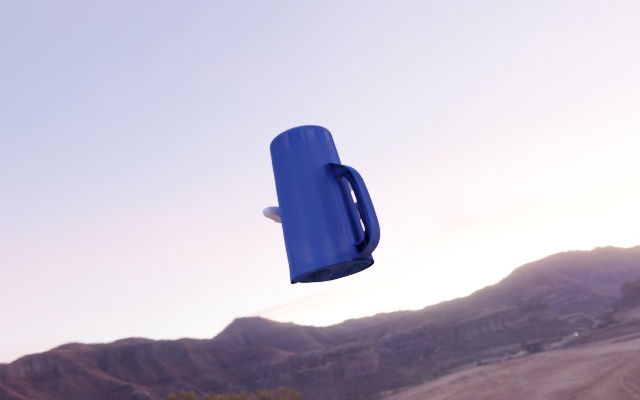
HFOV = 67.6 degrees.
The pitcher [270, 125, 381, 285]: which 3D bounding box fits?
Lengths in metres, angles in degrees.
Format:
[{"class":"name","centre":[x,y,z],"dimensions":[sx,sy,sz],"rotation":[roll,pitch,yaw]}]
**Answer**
[{"class":"pitcher","centre":[0.000,0.003,0.757],"dimensions":[0.149,0.242,0.145],"rotation":[-14,-18,1]}]
